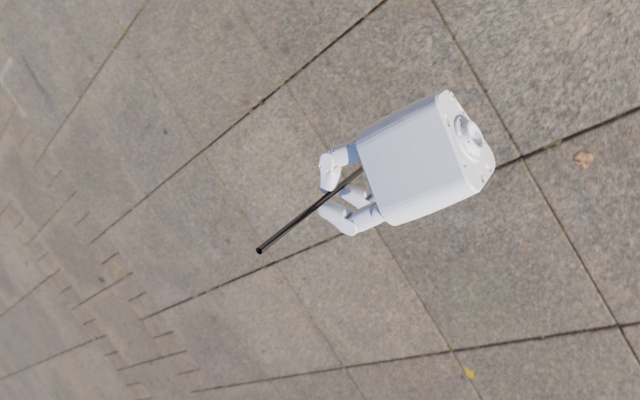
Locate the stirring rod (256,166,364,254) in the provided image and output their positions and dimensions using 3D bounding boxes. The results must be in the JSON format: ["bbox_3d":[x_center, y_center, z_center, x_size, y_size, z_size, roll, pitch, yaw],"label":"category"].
[{"bbox_3d":[0.000,0.002,0.570,0.011,0.011,0.239,0,24,34],"label":"stirring rod"}]
